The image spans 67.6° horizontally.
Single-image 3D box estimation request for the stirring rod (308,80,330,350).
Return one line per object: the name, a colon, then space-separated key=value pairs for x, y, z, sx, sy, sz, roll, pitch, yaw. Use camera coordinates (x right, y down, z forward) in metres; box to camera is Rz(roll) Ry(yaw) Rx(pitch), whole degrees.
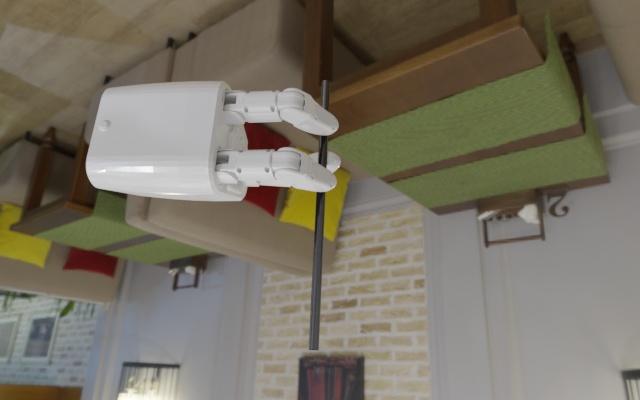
stirring rod: x=0.000 y=0.001 z=0.405 sx=0.011 sy=0.239 sz=0.011 roll=2 pitch=-21 yaw=1
